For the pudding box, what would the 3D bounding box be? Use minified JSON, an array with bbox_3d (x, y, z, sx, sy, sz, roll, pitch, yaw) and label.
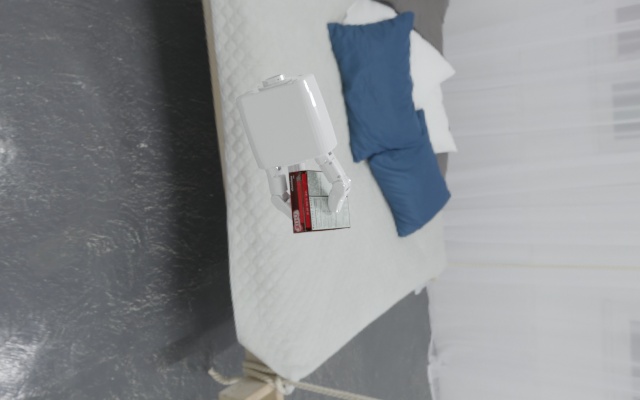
[{"bbox_3d":[0.000,0.002,0.720,0.039,0.090,0.113,-6,-4,35],"label":"pudding box"}]
